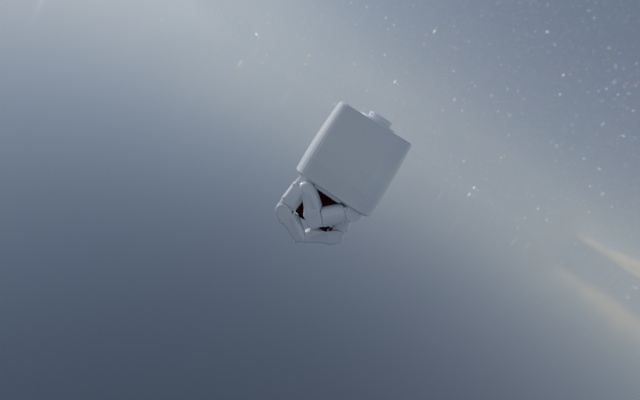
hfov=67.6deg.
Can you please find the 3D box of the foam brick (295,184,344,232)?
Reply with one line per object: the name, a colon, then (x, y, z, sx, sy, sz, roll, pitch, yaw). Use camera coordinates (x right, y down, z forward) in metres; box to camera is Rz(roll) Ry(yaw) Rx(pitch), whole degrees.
foam brick: (0.000, 0.002, 0.677, 0.053, 0.051, 0.078, 30, 11, -5)
